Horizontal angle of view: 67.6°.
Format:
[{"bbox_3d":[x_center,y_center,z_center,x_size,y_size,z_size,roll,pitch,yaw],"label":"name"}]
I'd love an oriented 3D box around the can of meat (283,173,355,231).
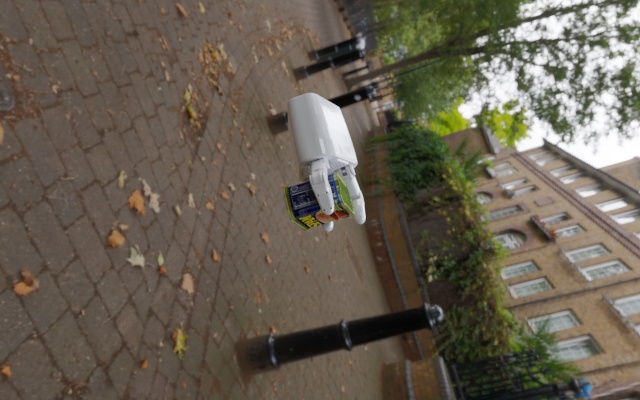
[{"bbox_3d":[0.000,0.002,0.729,0.084,0.057,0.102,-17,-18,10],"label":"can of meat"}]
